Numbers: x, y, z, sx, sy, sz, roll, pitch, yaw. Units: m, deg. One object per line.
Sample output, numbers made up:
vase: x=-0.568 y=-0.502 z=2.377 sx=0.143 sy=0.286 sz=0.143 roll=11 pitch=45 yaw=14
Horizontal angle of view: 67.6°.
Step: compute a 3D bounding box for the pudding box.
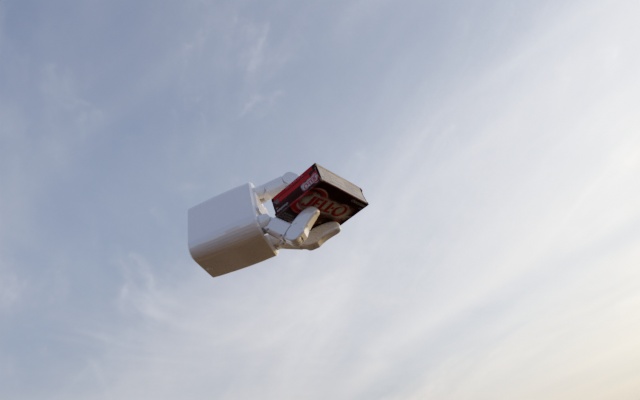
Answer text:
pudding box: x=0.000 y=0.002 z=0.685 sx=0.090 sy=0.039 sz=0.113 roll=-38 pitch=-37 yaw=25
